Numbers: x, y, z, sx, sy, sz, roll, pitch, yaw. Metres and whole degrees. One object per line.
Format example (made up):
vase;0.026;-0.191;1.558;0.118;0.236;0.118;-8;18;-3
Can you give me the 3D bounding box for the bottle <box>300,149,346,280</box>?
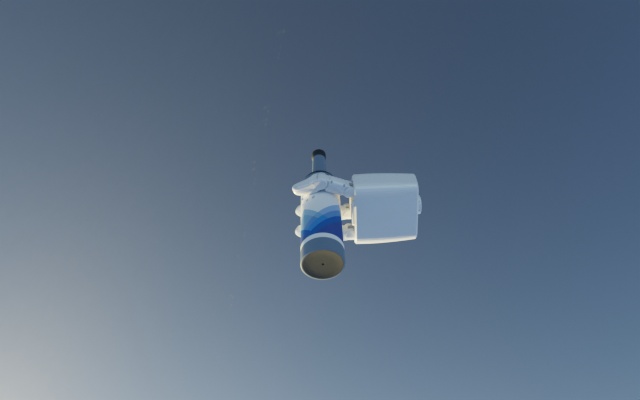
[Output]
bottle;0.000;0.003;0.814;0.069;0.069;0.295;0;39;-2
